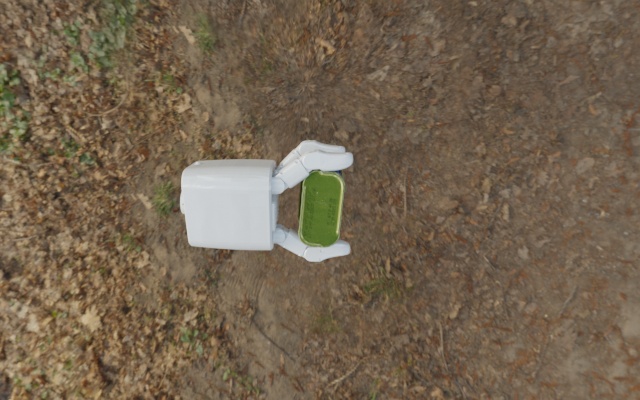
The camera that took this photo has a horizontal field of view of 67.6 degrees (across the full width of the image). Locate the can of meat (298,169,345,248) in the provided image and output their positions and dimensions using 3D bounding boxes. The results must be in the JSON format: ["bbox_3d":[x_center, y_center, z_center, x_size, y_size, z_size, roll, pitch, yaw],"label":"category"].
[{"bbox_3d":[0.000,0.002,0.615,0.057,0.102,0.084,5,13,-2],"label":"can of meat"}]
